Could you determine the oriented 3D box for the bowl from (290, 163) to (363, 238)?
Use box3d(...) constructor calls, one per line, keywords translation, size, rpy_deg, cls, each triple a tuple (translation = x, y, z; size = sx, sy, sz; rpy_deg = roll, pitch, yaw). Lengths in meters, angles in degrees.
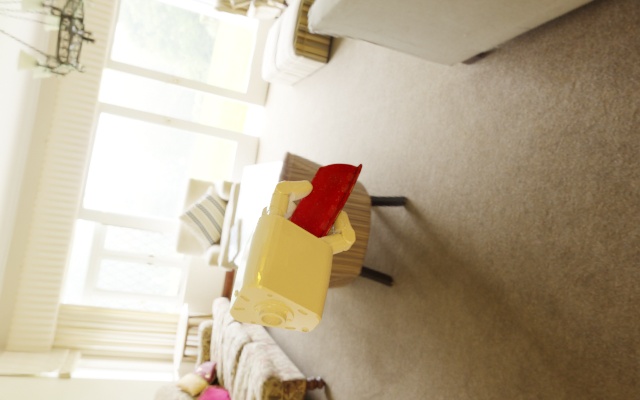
box3d(translation=(0.000, 0.002, 0.718), size=(0.055, 0.162, 0.162), rpy_deg=(30, -1, -2), cls="bowl")
